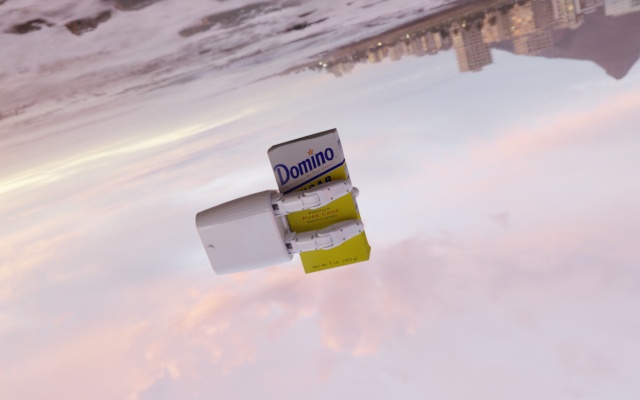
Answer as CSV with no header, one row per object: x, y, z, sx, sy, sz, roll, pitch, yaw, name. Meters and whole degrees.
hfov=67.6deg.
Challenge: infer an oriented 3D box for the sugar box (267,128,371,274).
0.000,0.002,0.630,0.093,0.176,0.048,-15,15,11,sugar box
